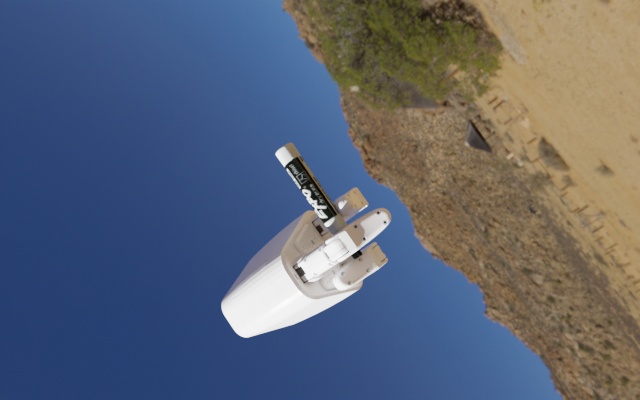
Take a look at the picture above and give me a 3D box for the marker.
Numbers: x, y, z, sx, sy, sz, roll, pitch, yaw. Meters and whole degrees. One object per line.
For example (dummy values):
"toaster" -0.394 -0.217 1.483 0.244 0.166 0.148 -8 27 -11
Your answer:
"marker" 0.000 0.001 0.434 0.020 0.121 0.020 -34 -5 -4
